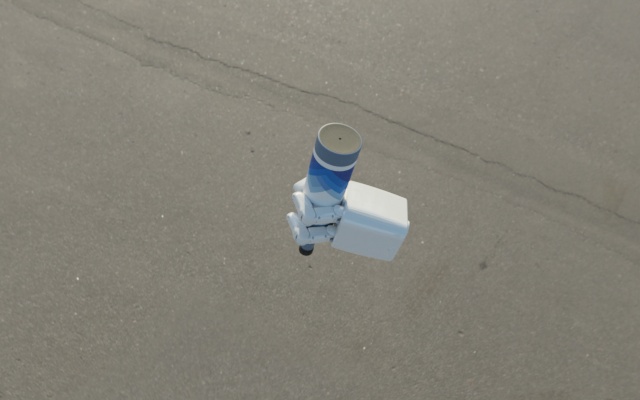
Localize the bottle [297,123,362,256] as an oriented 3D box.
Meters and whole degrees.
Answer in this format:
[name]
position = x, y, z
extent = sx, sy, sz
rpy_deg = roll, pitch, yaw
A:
[bottle]
position = 0.000, 0.002, 0.796
extent = 0.069, 0.069, 0.296
rpy_deg = 0, -39, -14
